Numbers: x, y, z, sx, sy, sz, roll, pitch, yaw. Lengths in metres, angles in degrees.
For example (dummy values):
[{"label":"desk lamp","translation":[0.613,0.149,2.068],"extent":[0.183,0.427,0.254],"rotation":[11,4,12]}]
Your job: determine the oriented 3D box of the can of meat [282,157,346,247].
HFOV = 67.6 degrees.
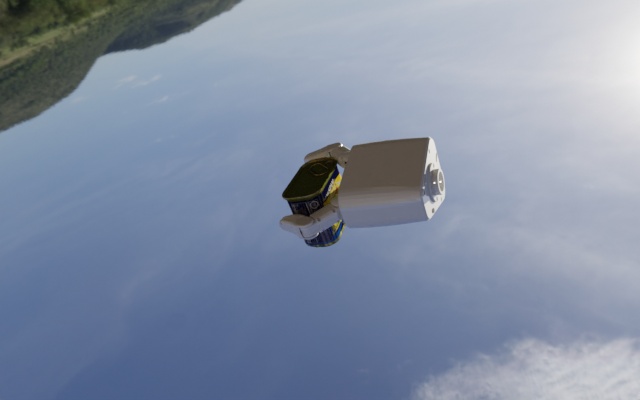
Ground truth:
[{"label":"can of meat","translation":[0.000,0.002,0.652],"extent":[0.057,0.084,0.102],"rotation":[-7,31,26]}]
